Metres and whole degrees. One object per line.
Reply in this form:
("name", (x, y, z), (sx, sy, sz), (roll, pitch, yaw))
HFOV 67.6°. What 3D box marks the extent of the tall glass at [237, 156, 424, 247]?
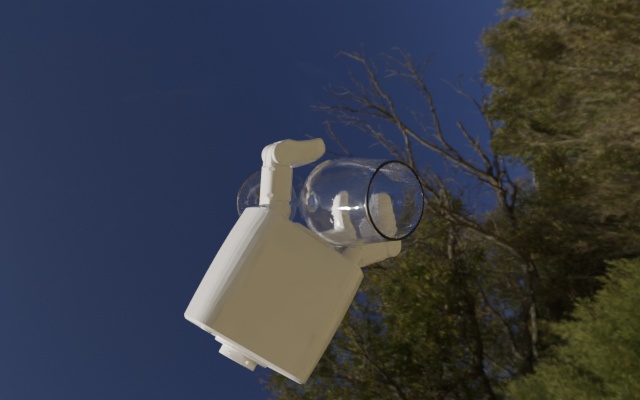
("tall glass", (0.000, 0.001, 0.444), (0.079, 0.079, 0.201), (0, -1, -36))
